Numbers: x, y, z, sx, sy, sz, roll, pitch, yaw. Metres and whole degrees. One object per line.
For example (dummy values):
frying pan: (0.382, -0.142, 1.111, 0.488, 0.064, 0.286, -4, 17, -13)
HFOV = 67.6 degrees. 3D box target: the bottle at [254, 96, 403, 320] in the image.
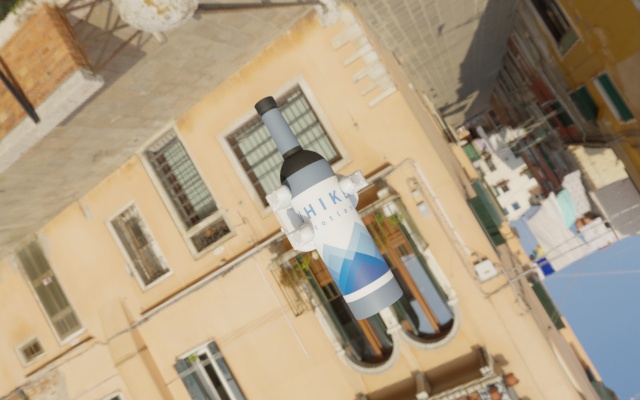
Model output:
bottle: (0.000, 0.002, 0.596, 0.069, 0.295, 0.069, -30, -4, -2)
